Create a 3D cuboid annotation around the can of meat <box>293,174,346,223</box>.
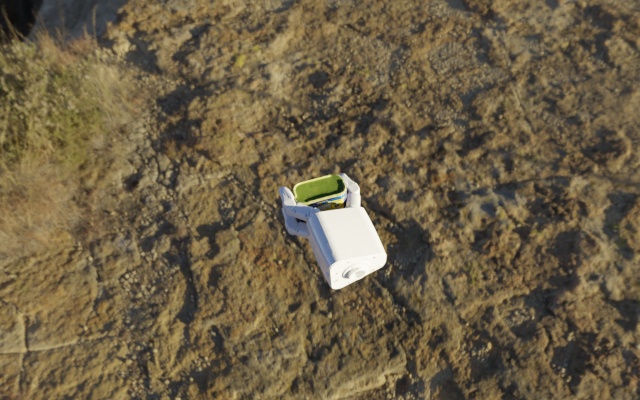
[{"bbox_3d":[0.000,0.003,0.896,0.102,0.057,0.084,-15,-37,-7],"label":"can of meat"}]
